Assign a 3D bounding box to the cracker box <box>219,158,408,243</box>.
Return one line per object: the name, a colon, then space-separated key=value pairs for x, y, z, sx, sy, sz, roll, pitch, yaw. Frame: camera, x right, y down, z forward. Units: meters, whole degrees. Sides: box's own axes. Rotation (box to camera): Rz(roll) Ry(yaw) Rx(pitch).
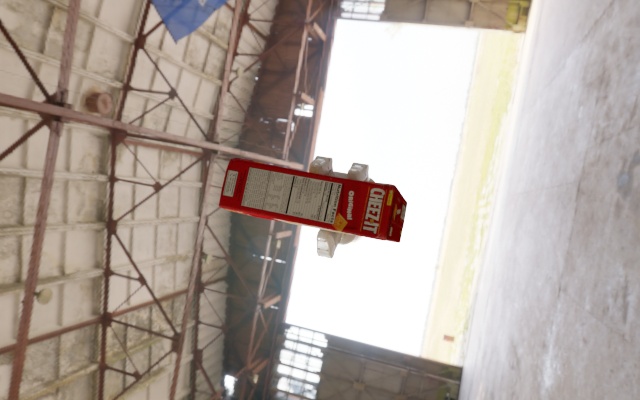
cracker box: x=0.000 y=0.002 z=0.635 sx=0.213 sy=0.072 sz=0.164 roll=10 pitch=-3 yaw=15
